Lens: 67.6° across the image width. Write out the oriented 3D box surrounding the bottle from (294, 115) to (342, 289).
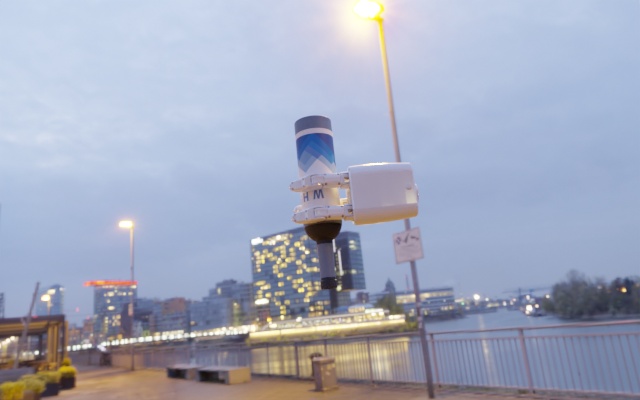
[{"bbox_3d":[0.000,0.002,0.820,0.069,0.295,0.069,-5,-14,-1],"label":"bottle"}]
